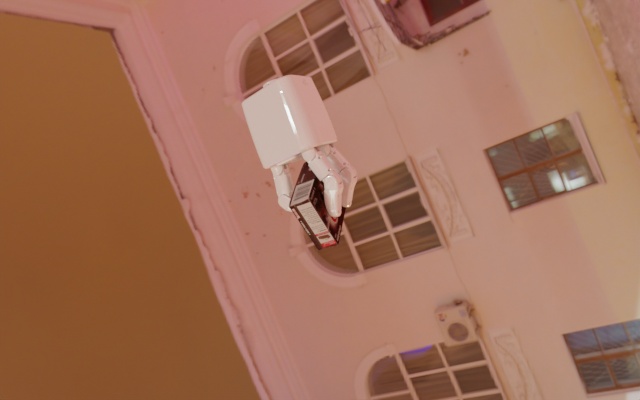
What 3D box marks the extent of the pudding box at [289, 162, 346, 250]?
[{"bbox_3d":[0.000,0.002,0.701,0.039,0.090,0.113,-18,32,26],"label":"pudding box"}]
